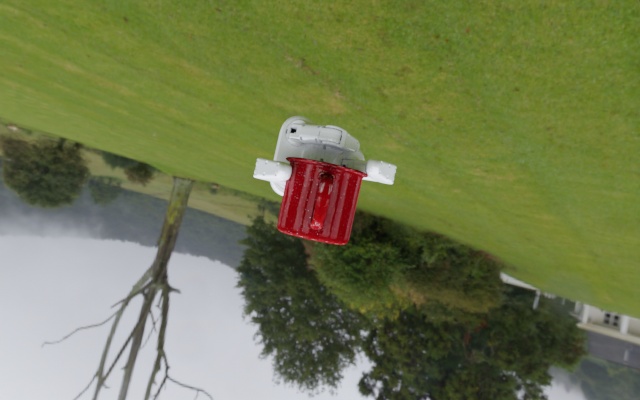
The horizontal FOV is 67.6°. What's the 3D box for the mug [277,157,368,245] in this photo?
[{"bbox_3d":[0.000,0.002,0.516,0.093,0.081,0.117,12,-1,-6],"label":"mug"}]
